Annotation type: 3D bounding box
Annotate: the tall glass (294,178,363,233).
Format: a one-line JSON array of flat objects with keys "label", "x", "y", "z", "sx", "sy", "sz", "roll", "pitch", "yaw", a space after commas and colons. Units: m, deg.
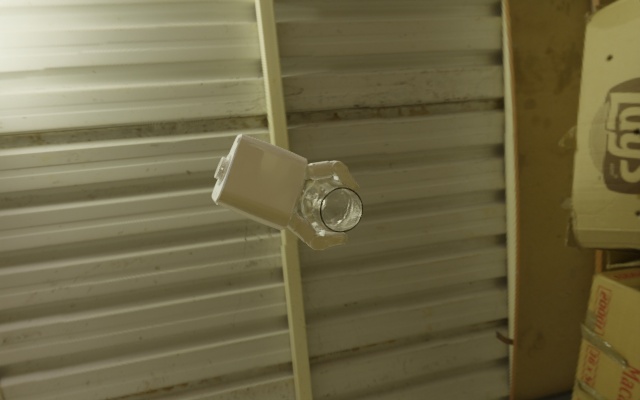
[{"label": "tall glass", "x": 0.000, "y": 0.002, "z": 0.735, "sx": 0.079, "sy": 0.079, "sz": 0.201, "roll": 0, "pitch": 6, "yaw": -17}]
